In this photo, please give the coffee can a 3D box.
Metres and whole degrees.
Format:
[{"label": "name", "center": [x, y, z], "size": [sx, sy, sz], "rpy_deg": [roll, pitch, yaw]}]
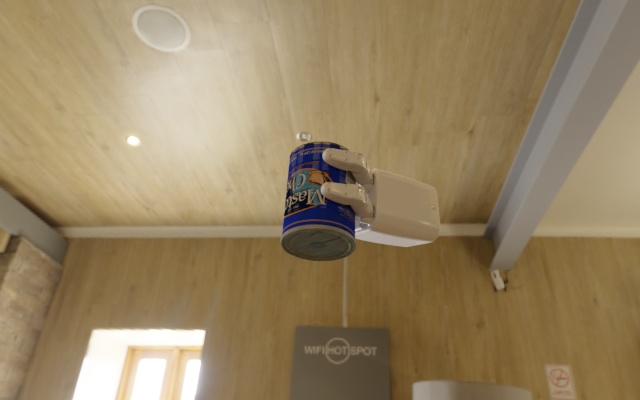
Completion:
[{"label": "coffee can", "center": [0.000, 0.002, 0.682], "size": [0.103, 0.140, 0.103], "rpy_deg": [2, -30, 1]}]
